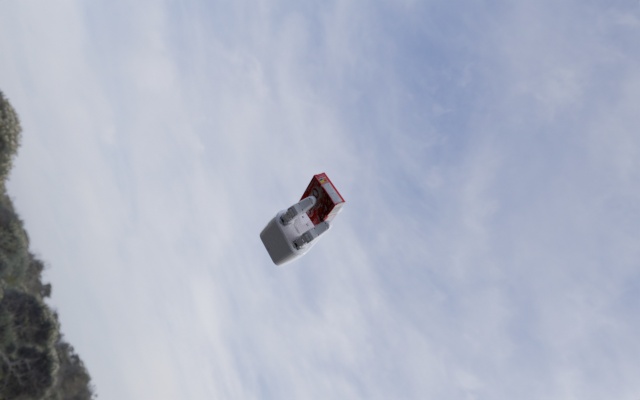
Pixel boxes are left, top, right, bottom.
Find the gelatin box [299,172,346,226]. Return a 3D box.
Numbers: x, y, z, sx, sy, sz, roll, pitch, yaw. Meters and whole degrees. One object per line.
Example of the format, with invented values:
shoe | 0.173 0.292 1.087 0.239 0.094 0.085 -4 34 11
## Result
gelatin box | 0.001 0.003 0.896 0.030 0.073 0.089 -18 -25 -37
